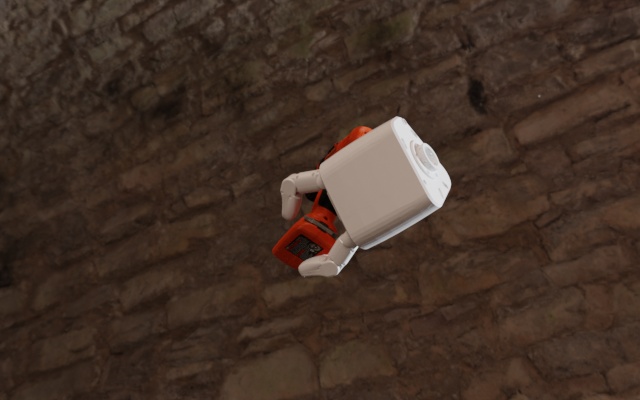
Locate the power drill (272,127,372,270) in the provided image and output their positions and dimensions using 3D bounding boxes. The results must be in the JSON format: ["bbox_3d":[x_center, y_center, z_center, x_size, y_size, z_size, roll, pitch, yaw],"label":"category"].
[{"bbox_3d":[0.000,0.002,0.667,0.057,0.187,0.184,31,-36,-10],"label":"power drill"}]
